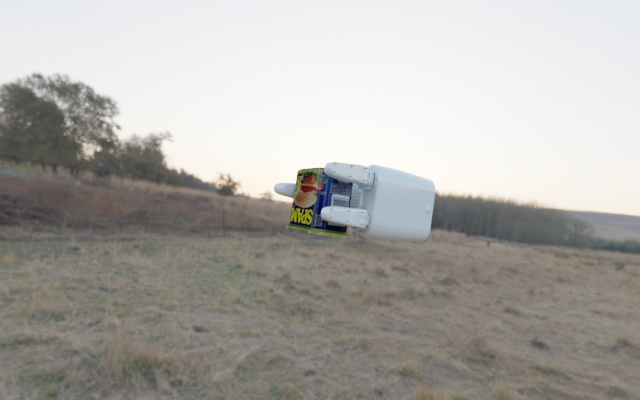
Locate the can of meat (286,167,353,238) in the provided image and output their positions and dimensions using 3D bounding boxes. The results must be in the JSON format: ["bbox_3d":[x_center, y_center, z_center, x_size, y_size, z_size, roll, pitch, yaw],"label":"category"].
[{"bbox_3d":[0.000,0.002,0.636,0.057,0.084,0.102,10,-2,-26],"label":"can of meat"}]
